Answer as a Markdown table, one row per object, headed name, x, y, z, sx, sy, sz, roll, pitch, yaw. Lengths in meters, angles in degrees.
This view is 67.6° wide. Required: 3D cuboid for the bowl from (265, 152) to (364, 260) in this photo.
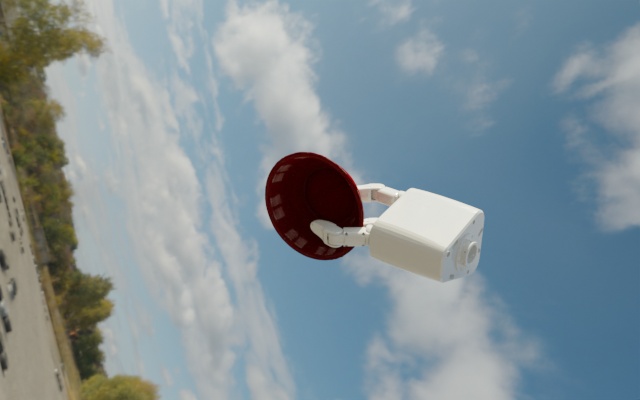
| name | x | y | z | sx | sy | sz | roll | pitch | yaw |
| --- | --- | --- | --- | --- | --- | --- | --- | --- | --- |
| bowl | -0.001 | 0.002 | 0.688 | 0.162 | 0.162 | 0.055 | 0 | 20 | 32 |
